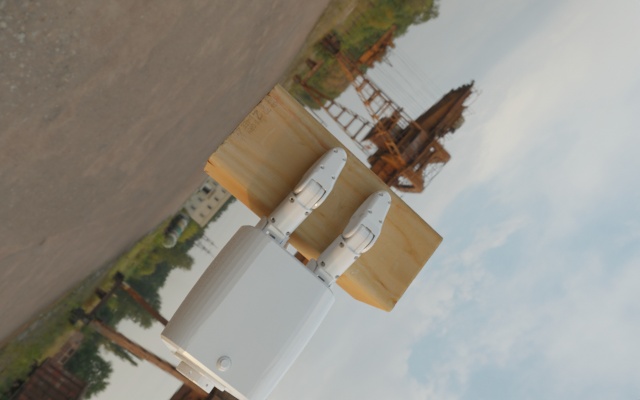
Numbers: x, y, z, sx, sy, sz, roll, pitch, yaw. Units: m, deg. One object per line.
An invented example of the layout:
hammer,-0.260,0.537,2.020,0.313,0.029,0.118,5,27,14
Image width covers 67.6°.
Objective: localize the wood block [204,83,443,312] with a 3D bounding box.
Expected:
wood block,0.000,0.002,0.455,0.206,0.090,0.091,42,-14,-11
